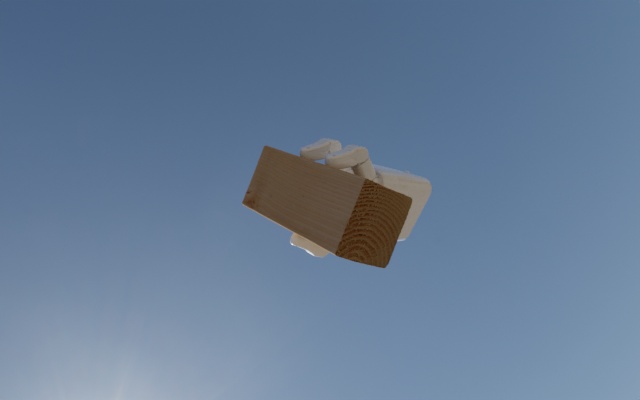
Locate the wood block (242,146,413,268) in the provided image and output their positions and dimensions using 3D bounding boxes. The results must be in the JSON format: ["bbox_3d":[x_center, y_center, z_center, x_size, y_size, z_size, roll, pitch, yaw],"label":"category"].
[{"bbox_3d":[0.000,0.002,0.606,0.090,0.091,0.206,19,2,-41],"label":"wood block"}]
